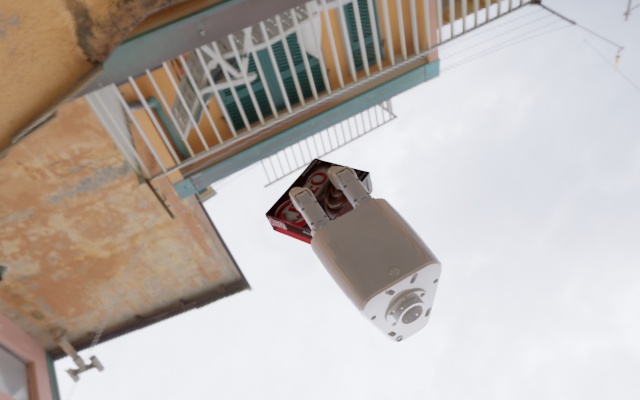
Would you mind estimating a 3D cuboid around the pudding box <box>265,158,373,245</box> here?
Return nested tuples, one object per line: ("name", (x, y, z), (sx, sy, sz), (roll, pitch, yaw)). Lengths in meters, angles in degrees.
("pudding box", (0.000, 0.002, 0.601), (0.090, 0.039, 0.113), (18, 53, 34))
